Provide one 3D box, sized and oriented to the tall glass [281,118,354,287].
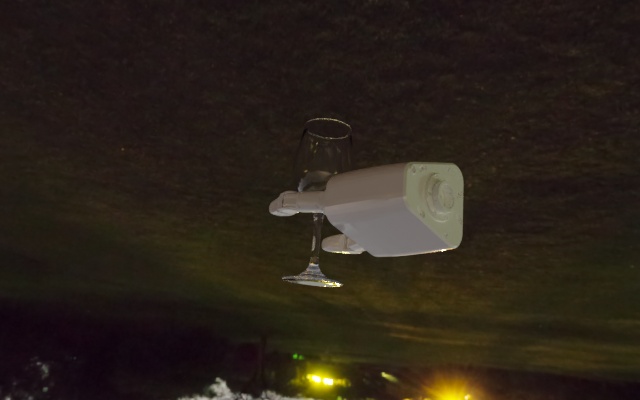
[{"bbox_3d":[0.000,0.003,0.594,0.079,0.201,0.079,5,-15,1],"label":"tall glass"}]
